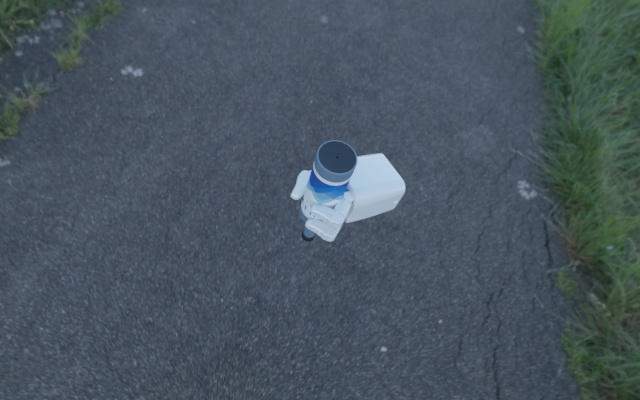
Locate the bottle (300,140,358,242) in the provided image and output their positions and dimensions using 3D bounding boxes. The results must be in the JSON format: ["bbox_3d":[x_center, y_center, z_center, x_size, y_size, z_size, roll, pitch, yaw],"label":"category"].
[{"bbox_3d":[0.000,0.003,0.882,0.069,0.069,0.296,0,-29,-12],"label":"bottle"}]
